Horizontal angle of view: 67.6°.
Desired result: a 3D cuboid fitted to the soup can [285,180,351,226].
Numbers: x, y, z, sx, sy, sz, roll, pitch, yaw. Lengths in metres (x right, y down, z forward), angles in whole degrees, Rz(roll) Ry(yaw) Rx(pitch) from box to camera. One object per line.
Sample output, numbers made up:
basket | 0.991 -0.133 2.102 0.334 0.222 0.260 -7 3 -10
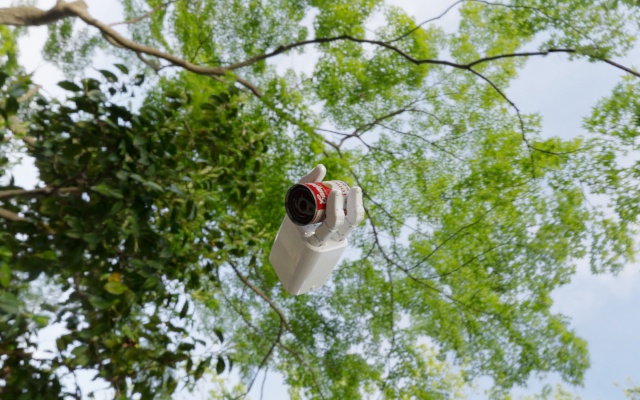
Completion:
soup can | 0.000 0.002 0.792 0.068 0.068 0.102 0 5 41
